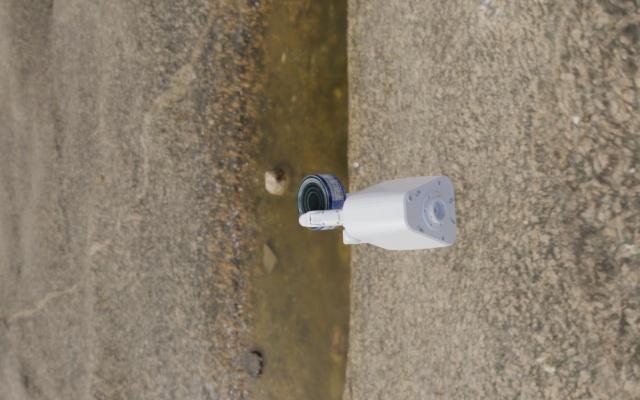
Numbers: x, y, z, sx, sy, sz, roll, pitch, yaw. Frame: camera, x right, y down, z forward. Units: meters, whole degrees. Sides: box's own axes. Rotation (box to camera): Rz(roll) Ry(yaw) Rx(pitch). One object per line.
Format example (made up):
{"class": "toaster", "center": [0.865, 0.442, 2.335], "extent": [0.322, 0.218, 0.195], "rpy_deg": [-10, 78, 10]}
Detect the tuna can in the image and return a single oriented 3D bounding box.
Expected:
{"class": "tuna can", "center": [0.000, 0.002, 0.724], "extent": [0.034, 0.086, 0.086], "rpy_deg": [-4, 2, -37]}
